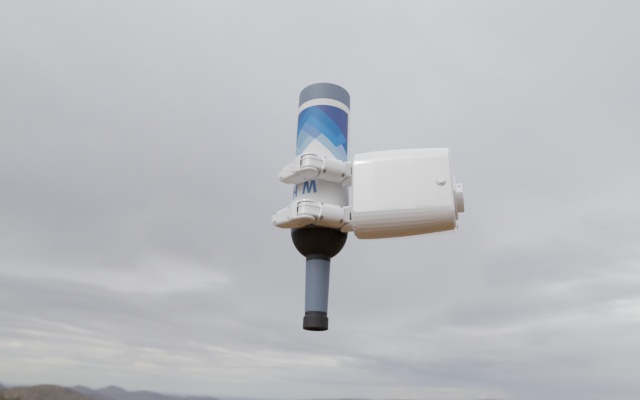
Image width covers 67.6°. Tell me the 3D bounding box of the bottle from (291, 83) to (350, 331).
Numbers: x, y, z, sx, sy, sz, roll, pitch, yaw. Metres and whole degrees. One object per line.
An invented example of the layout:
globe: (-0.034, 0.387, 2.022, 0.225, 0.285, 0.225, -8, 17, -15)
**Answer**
bottle: (0.000, 0.002, 0.564, 0.069, 0.295, 0.069, 2, -23, 1)
